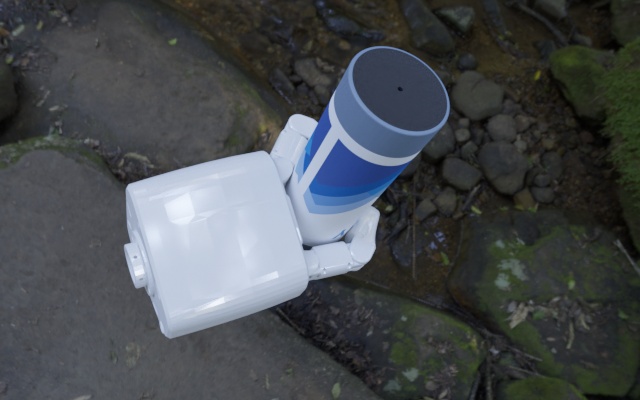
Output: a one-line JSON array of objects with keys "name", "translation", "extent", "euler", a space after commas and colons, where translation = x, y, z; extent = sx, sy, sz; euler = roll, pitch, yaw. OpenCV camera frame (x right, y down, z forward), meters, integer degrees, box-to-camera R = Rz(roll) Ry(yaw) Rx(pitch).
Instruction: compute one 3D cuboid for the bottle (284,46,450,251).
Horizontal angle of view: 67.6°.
[{"name": "bottle", "translation": [0.000, 0.001, 0.402], "extent": [0.069, 0.069, 0.296], "euler": [0, -27, -21]}]
